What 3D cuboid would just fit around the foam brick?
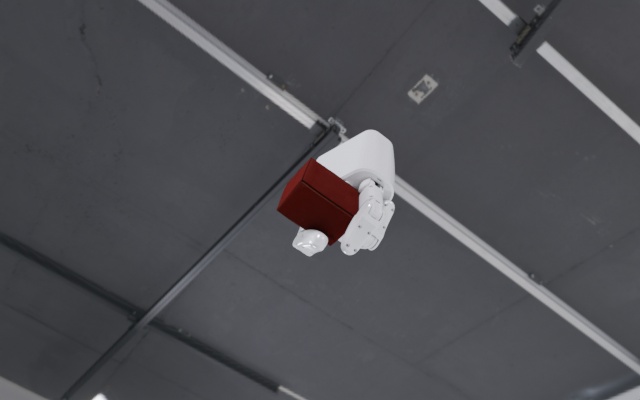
[{"bbox_3d":[0.000,0.002,0.531,0.078,0.051,0.053,35,-55,-15],"label":"foam brick"}]
